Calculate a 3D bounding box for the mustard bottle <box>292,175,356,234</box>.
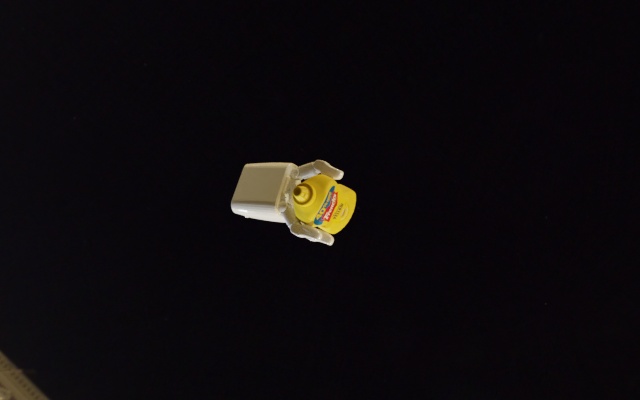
[{"bbox_3d":[0.001,0.003,0.878,0.058,0.096,0.192,30,3,27],"label":"mustard bottle"}]
